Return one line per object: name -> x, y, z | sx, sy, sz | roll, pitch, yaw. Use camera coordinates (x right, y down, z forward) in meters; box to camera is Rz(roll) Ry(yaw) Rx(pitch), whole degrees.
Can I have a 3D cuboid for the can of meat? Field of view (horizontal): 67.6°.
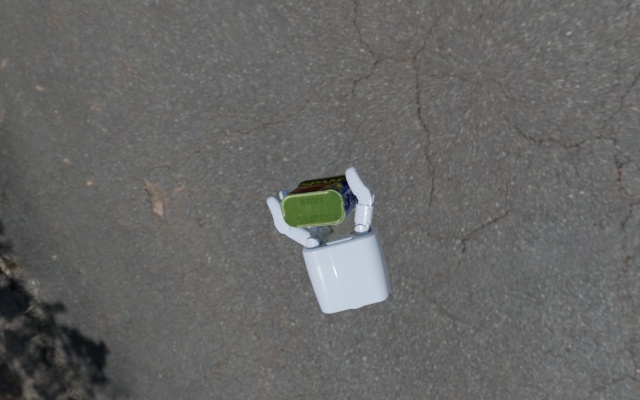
can of meat -> 0.000, 0.002, 0.714 | 0.102, 0.057, 0.084 | -7, 13, 20
